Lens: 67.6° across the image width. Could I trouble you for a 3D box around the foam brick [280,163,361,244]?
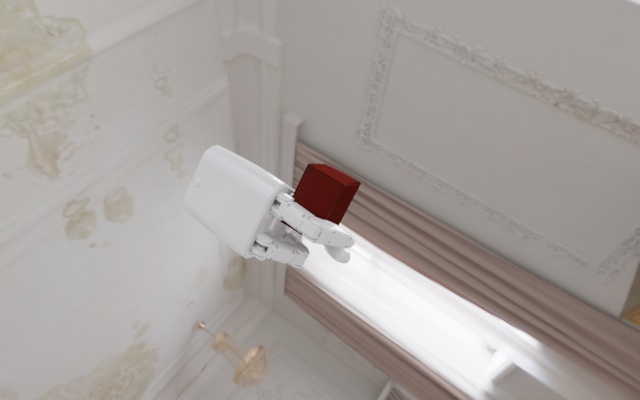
[{"bbox_3d":[0.000,0.002,0.549,0.051,0.078,0.053,33,16,19],"label":"foam brick"}]
